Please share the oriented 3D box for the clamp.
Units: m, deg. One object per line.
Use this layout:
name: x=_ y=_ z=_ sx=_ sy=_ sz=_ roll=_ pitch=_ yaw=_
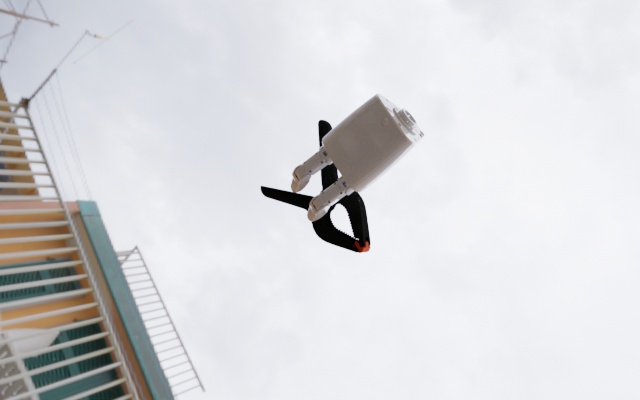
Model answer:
clamp: x=0.001 y=0.003 z=0.747 sx=0.164 sy=0.210 sz=0.036 roll=-39 pitch=-19 yaw=25
